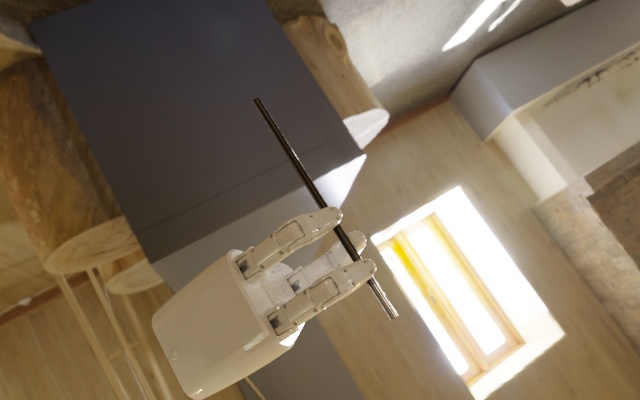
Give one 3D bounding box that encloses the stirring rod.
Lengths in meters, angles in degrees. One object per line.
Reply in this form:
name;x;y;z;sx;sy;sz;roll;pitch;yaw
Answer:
stirring rod;0.000;0.001;0.435;0.011;0.239;0.011;-30;-14;-8
